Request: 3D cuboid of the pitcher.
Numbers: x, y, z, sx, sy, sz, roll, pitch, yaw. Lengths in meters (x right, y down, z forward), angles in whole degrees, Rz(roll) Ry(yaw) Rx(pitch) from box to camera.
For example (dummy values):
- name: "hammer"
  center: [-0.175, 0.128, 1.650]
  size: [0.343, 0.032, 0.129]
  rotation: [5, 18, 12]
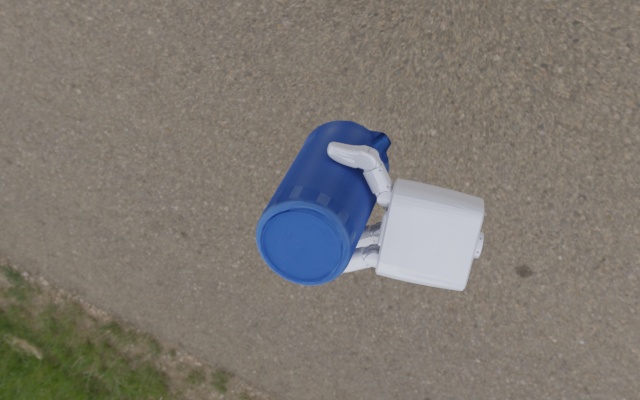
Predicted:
- name: "pitcher"
  center: [0.000, 0.002, 0.611]
  size: [0.145, 0.149, 0.242]
  rotation: [13, 29, 9]
